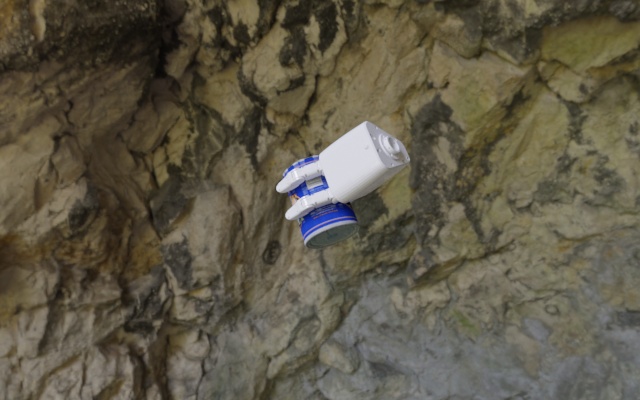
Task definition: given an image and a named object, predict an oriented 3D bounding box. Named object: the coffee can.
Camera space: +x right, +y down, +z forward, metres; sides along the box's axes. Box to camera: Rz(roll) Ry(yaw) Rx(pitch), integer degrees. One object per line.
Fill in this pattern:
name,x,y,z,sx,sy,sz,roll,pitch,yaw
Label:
coffee can,0.000,0.003,0.864,0.103,0.140,0.103,-17,-21,-7
